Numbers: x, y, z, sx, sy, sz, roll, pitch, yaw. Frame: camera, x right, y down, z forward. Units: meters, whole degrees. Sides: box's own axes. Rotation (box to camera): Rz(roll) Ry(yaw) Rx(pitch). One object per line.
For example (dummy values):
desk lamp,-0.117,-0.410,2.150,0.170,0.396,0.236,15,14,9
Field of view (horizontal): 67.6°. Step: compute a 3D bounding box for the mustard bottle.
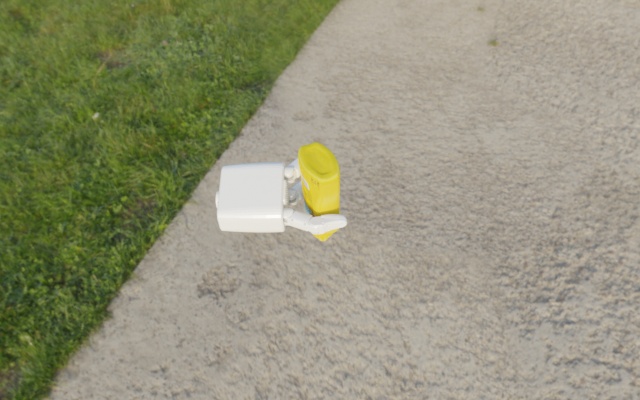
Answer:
mustard bottle,0.000,0.002,0.807,0.058,0.192,0.096,-19,48,-15
